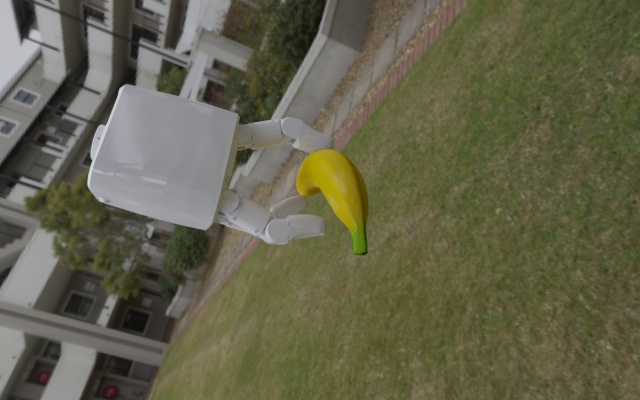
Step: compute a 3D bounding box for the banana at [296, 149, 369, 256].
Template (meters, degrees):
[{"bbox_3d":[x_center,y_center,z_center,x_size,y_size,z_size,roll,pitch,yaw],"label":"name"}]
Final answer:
[{"bbox_3d":[0.005,-0.015,0.453,0.037,0.069,0.197,10,13,-16],"label":"banana"}]
